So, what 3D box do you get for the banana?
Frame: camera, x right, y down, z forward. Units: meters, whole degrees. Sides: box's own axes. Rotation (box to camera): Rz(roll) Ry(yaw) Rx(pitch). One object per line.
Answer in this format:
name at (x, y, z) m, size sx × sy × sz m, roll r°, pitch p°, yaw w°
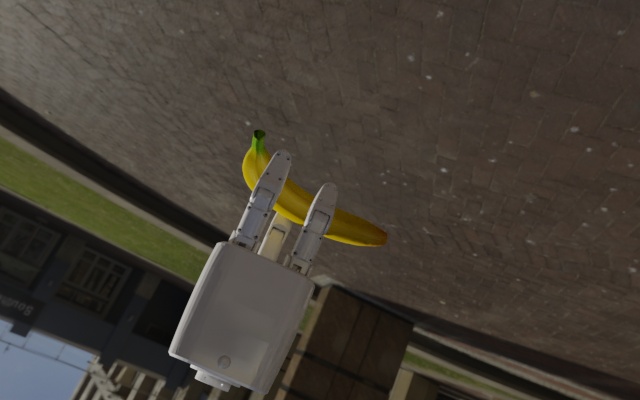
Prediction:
banana at (-0.014, 0.003, 0.512) m, size 0.198 × 0.037 × 0.069 m, roll 37°, pitch -30°, yaw -28°
